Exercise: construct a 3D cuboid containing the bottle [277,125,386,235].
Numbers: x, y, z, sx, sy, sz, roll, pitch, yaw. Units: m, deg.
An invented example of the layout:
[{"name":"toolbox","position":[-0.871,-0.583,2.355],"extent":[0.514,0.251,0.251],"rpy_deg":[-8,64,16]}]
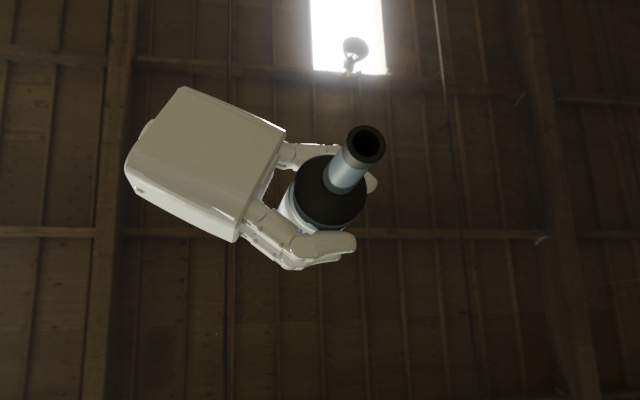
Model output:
[{"name":"bottle","position":[0.000,0.002,0.451],"extent":[0.069,0.069,0.296],"rpy_deg":[0,-15,-12]}]
